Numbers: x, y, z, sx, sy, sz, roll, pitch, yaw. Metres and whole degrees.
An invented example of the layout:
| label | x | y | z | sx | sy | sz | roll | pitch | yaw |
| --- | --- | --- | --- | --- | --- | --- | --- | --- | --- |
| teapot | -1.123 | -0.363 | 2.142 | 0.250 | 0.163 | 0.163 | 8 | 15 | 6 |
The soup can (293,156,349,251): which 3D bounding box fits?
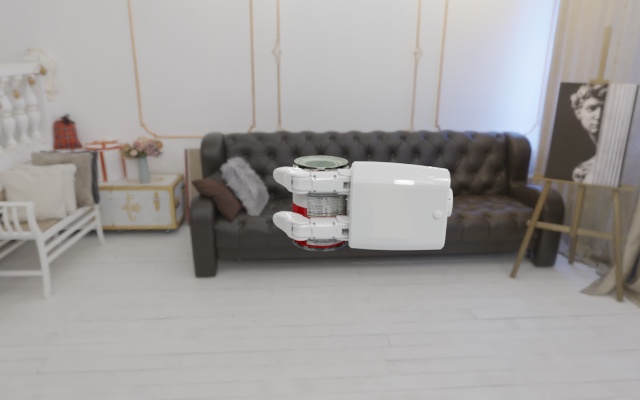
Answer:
| label | x | y | z | sx | sy | sz | roll | pitch | yaw |
| --- | --- | --- | --- | --- | --- | --- | --- | --- | --- |
| soup can | 0.000 | 0.002 | 0.580 | 0.068 | 0.102 | 0.068 | 1 | 17 | 0 |
